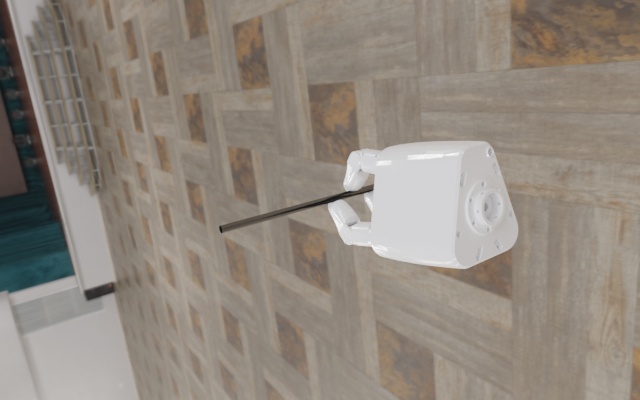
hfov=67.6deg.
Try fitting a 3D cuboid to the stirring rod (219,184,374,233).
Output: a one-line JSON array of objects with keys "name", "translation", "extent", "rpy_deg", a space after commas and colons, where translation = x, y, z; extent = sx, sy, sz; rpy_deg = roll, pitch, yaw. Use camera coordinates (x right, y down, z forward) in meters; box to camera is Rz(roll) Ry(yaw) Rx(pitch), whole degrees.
[{"name": "stirring rod", "translation": [0.000, 0.002, 0.536], "extent": [0.239, 0.011, 0.011], "rpy_deg": [-15, 8, -31]}]
